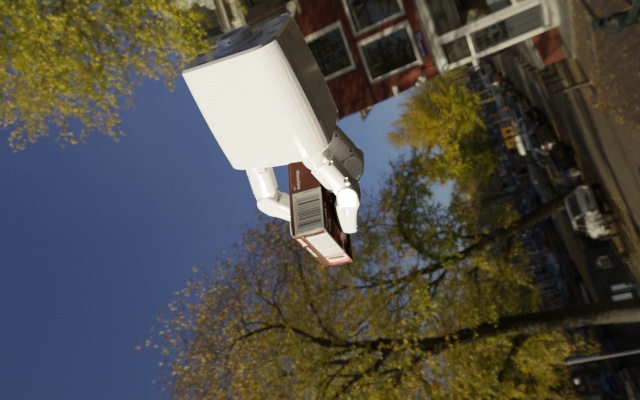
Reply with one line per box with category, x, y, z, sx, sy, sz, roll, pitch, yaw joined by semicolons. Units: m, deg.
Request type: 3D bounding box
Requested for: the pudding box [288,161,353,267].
pudding box;0.000;0.002;0.502;0.039;0.113;0.090;-12;-29;17
